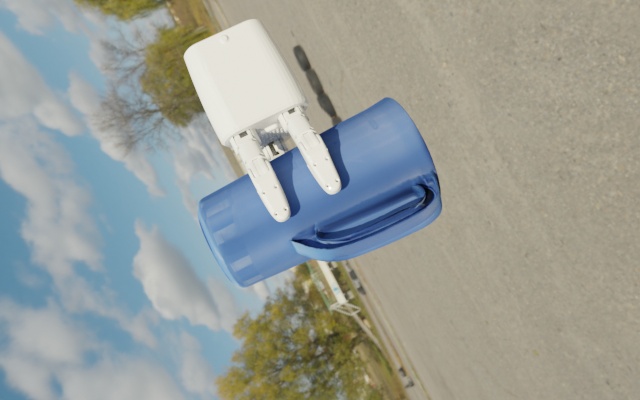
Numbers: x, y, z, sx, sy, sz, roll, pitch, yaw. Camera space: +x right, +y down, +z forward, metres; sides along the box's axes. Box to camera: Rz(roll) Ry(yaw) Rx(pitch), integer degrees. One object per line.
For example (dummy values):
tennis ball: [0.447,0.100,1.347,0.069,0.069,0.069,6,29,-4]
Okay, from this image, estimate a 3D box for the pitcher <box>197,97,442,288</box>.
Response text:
pitcher: [0.000,0.002,0.514,0.243,0.145,0.149,-26,-7,-4]
